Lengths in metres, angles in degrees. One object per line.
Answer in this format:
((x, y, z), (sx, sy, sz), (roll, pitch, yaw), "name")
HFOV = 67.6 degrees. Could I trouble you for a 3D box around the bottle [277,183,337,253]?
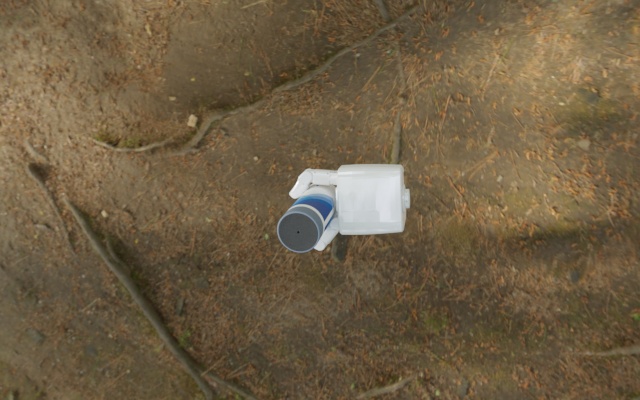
((0.000, 0.003, 0.847), (0.069, 0.069, 0.295), (0, 18, 14), "bottle")
